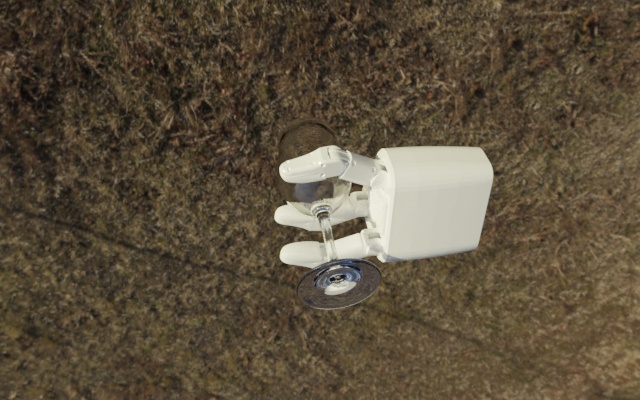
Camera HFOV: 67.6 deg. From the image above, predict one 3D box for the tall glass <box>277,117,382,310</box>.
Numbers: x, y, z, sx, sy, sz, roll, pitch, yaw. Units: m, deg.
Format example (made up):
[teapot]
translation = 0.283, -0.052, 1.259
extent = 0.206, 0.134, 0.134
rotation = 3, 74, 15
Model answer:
[tall glass]
translation = 0.000, 0.002, 0.474
extent = 0.079, 0.200, 0.079
rotation = -7, -42, -7
